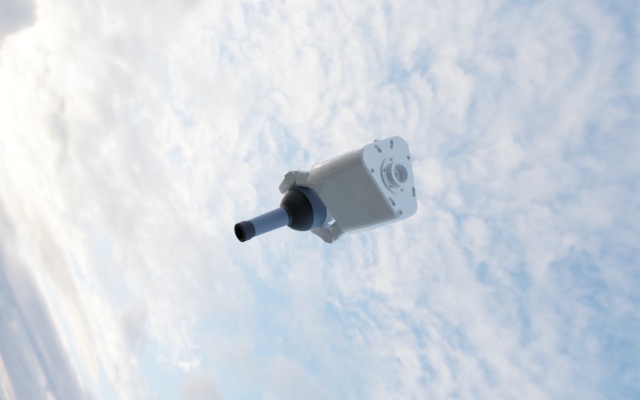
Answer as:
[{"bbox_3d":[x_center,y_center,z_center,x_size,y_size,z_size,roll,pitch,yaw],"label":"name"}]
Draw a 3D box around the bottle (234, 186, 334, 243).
[{"bbox_3d":[0.000,0.002,0.722,0.295,0.069,0.069,-21,13,-39],"label":"bottle"}]
